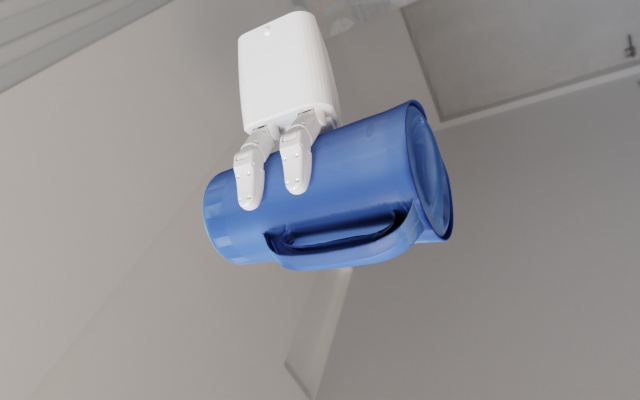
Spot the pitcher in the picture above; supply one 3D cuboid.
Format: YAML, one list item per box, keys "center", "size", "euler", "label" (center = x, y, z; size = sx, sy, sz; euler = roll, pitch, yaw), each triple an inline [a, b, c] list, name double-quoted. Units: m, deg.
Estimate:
- center: [0.000, 0.001, 0.480]
  size: [0.243, 0.145, 0.149]
  euler: [-14, -12, 27]
  label: "pitcher"
